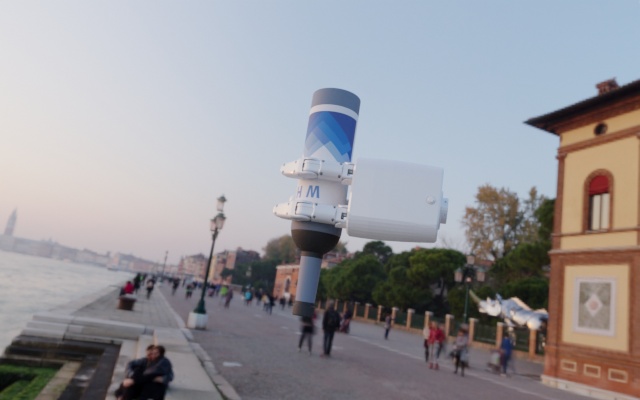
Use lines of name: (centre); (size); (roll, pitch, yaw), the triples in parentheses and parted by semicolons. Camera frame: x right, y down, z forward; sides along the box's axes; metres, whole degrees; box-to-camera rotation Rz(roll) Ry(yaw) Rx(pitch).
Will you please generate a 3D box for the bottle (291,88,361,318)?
bottle: (0.000, 0.002, 0.626); (0.069, 0.295, 0.069); (9, -12, 2)
